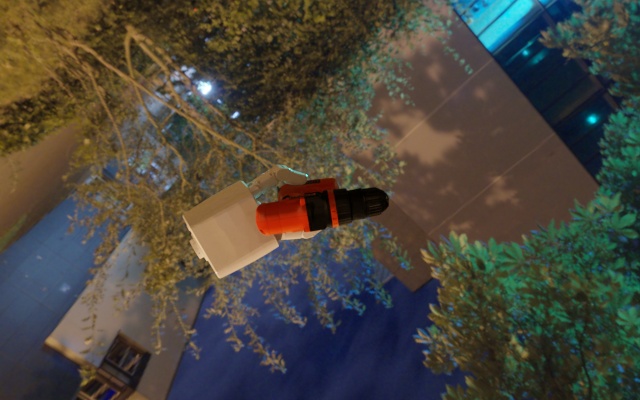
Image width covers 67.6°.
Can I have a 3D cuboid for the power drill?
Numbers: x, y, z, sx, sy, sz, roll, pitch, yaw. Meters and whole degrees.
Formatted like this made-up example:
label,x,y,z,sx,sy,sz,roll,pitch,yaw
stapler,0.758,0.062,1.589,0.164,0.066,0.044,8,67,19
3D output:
label,x,y,z,sx,sy,sz,roll,pitch,yaw
power drill,0.000,0.002,0.723,0.184,0.057,0.187,-7,7,-1
